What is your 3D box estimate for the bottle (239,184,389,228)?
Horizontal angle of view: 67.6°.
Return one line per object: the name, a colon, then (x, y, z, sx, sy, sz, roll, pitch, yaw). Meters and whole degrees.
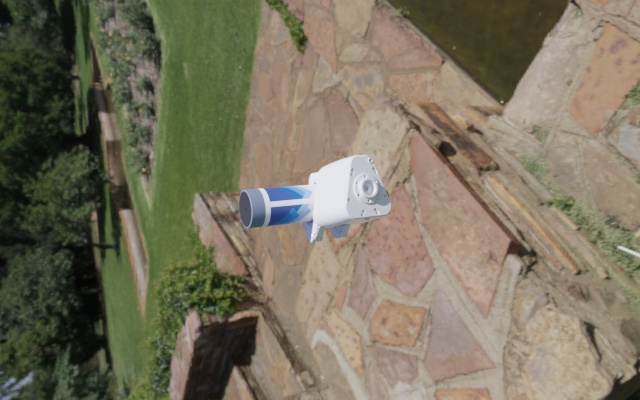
bottle: (0.000, 0.003, 0.885, 0.296, 0.069, 0.069, -5, 2, -28)
